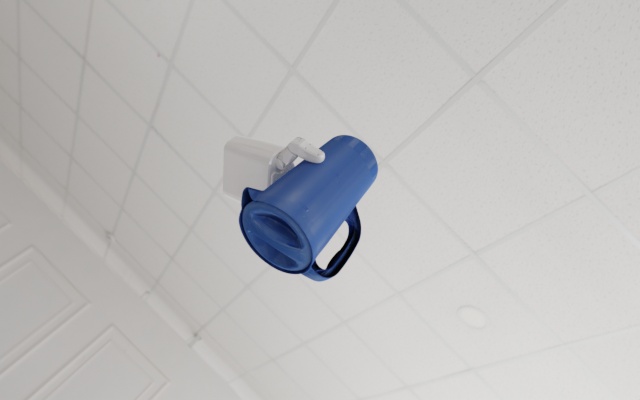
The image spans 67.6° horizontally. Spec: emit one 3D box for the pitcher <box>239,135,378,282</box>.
[{"bbox_3d":[0.000,0.002,0.767,0.145,0.149,0.242,18,43,28],"label":"pitcher"}]
